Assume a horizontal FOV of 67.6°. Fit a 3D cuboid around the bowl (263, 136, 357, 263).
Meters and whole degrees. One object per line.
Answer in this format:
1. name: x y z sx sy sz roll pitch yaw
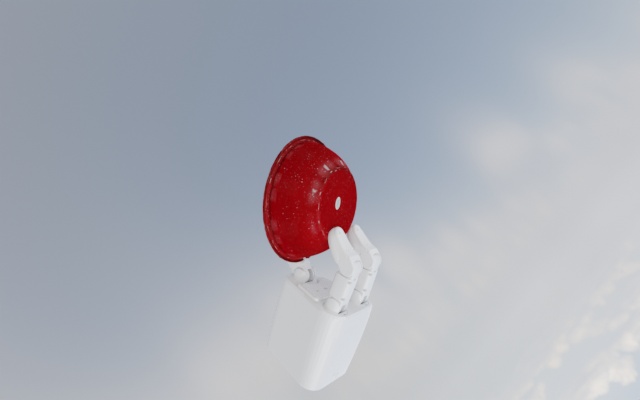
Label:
1. bowl: 0.000 0.001 0.590 0.055 0.162 0.162 8 4 32
